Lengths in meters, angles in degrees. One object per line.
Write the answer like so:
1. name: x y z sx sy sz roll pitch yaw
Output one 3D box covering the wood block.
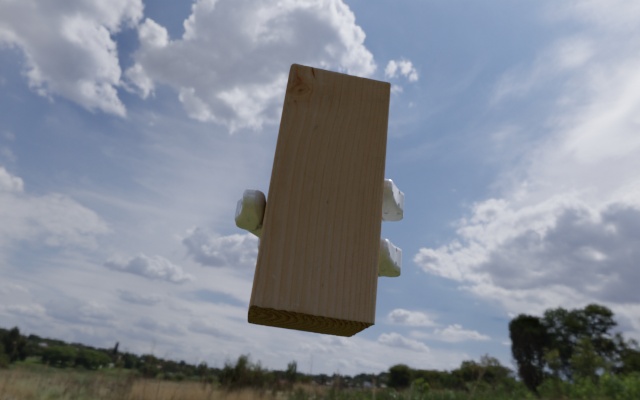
1. wood block: 0.000 0.001 0.407 0.091 0.206 0.090 9 -23 -6
